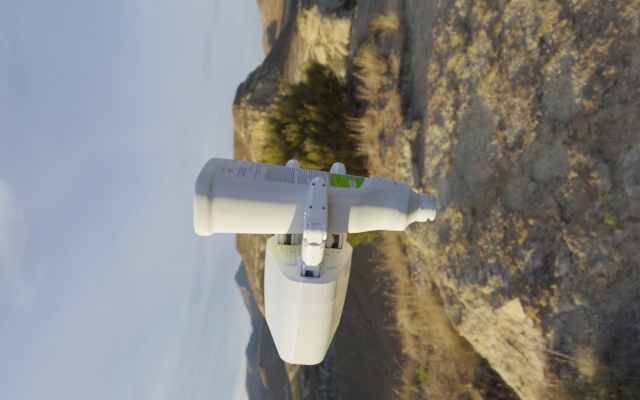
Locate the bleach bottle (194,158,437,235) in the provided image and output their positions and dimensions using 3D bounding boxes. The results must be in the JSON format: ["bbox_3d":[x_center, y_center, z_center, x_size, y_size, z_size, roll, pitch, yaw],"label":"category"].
[{"bbox_3d":[0.000,0.002,0.514,0.251,0.068,0.102,5,22,-3],"label":"bleach bottle"}]
